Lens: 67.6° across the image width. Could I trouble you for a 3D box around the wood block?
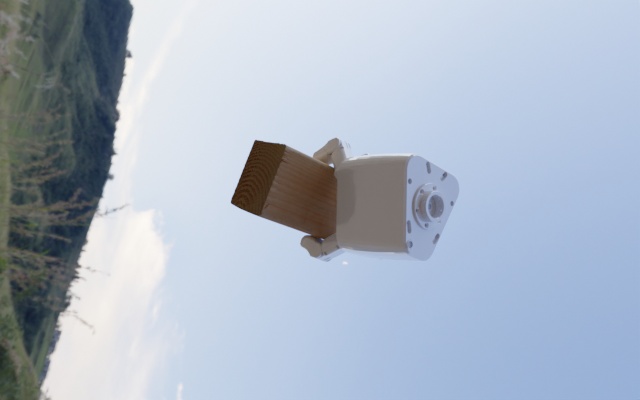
[{"bbox_3d":[0.000,0.002,0.636,0.206,0.091,0.090,23,-3,-35],"label":"wood block"}]
